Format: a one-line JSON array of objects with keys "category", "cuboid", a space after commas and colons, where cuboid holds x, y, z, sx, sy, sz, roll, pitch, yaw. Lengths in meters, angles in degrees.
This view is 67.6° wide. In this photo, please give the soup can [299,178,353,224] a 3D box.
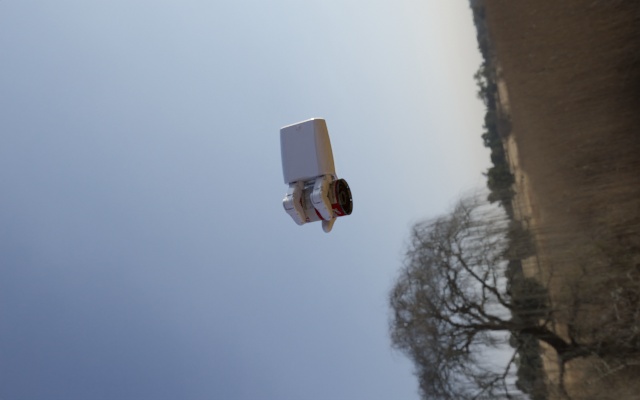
[{"category": "soup can", "cuboid": [0.000, 0.003, 0.876, 0.102, 0.068, 0.068, -12, -5, 23]}]
